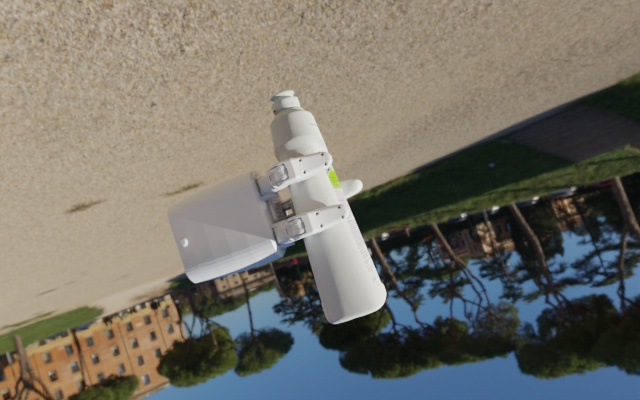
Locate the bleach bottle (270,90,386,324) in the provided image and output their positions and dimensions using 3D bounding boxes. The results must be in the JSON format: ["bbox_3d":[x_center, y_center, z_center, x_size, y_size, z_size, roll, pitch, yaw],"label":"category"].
[{"bbox_3d":[0.000,0.002,0.531,0.068,0.251,0.102,-20,-4,7],"label":"bleach bottle"}]
